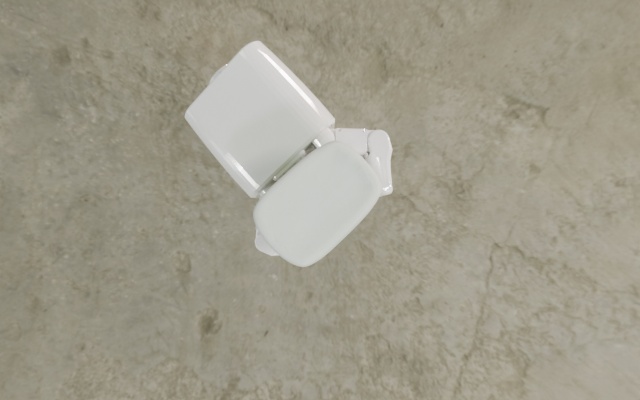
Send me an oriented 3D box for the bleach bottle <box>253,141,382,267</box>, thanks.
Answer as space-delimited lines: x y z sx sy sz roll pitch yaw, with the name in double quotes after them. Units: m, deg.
0.000 0.002 0.485 0.102 0.068 0.251 -43 -1 0 "bleach bottle"
